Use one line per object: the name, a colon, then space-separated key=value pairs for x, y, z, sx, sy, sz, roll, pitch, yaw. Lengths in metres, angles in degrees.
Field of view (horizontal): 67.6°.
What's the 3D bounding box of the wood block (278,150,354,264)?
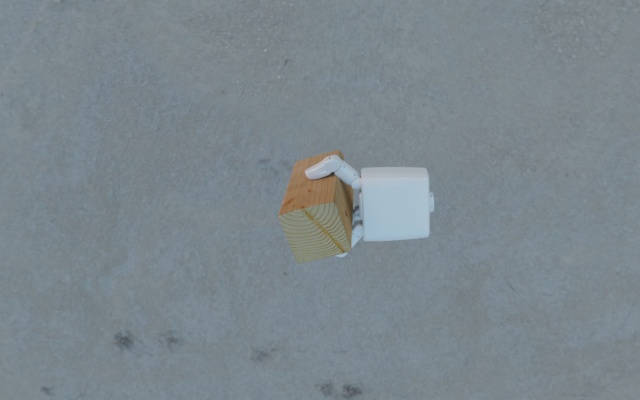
wood block: x=0.000 y=0.002 z=0.794 sx=0.090 sy=0.091 sz=0.206 roll=-14 pitch=25 yaw=12
